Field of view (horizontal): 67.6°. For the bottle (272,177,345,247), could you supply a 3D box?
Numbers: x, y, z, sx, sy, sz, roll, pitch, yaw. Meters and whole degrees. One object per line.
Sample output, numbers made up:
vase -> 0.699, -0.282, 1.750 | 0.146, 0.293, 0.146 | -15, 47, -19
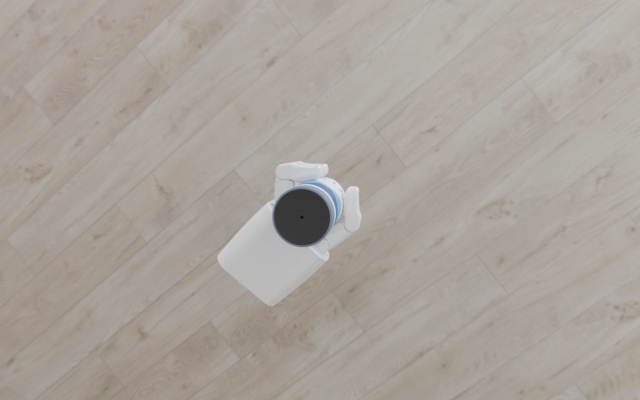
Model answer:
bottle -> 0.000, 0.002, 0.659 | 0.069, 0.069, 0.295 | 0, 6, 8
